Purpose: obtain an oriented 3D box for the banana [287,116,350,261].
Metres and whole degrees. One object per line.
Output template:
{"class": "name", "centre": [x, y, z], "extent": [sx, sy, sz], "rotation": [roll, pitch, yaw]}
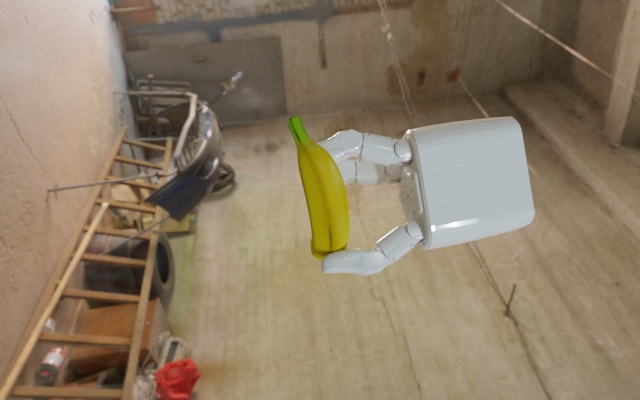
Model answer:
{"class": "banana", "centre": [0.005, 0.013, 0.450], "extent": [0.037, 0.069, 0.198], "rotation": [-14, -39, -6]}
